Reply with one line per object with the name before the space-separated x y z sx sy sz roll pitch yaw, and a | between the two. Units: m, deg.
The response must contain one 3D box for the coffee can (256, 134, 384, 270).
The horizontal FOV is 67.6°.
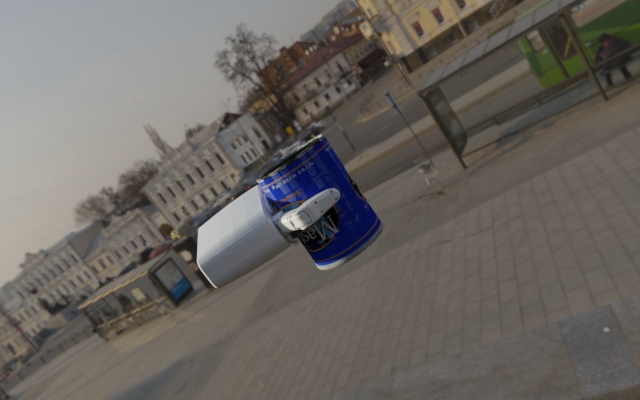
coffee can | 0.000 0.002 0.608 0.103 0.140 0.102 -33 11 7
